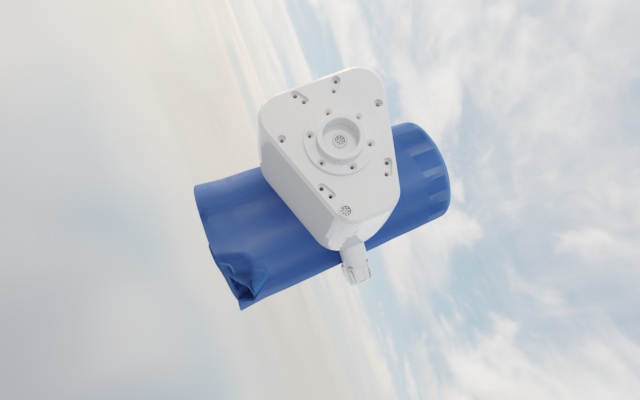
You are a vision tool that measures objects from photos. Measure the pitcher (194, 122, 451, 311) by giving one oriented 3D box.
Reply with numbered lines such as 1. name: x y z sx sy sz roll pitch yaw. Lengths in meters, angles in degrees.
1. pitcher: 0.000 0.002 0.502 0.243 0.149 0.145 -21 -12 -8
